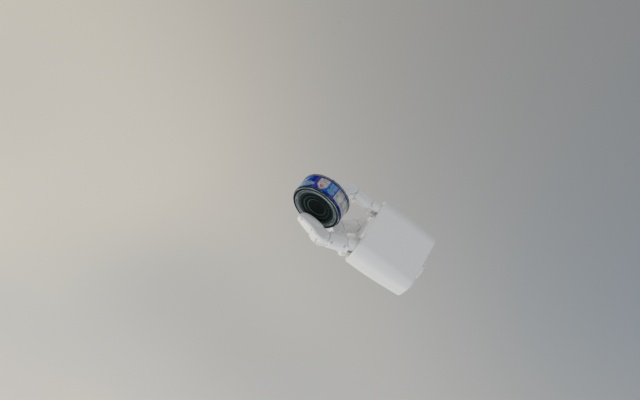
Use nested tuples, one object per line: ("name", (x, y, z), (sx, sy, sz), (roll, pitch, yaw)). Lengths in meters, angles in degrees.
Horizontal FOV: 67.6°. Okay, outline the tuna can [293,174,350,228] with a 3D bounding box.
("tuna can", (0.000, 0.003, 0.748), (0.086, 0.086, 0.033), (0, 39, 39))
